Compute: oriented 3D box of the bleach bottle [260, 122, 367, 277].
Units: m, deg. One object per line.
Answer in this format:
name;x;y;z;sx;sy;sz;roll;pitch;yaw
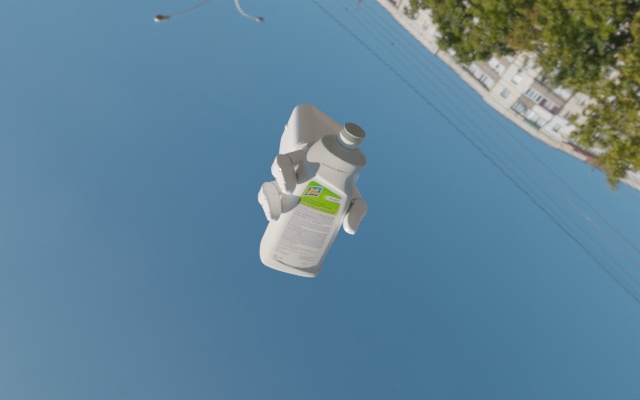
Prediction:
bleach bottle;0.000;0.002;0.656;0.102;0.068;0.251;16;-49;-18
